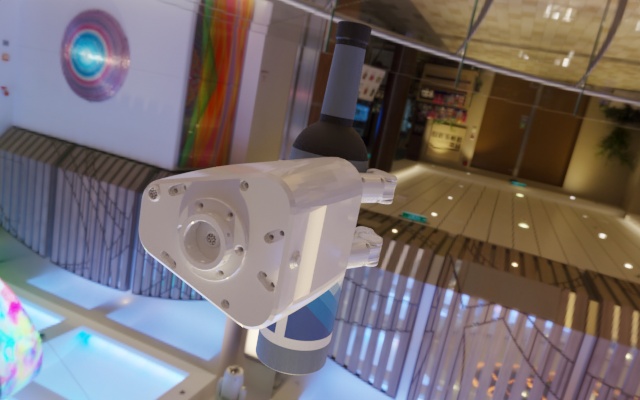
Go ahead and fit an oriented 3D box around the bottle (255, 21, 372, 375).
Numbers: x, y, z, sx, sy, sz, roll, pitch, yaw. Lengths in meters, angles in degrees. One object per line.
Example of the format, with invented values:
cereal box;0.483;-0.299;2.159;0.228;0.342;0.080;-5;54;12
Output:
bottle;0.000;0.002;0.411;0.069;0.296;0.069;11;12;-2
